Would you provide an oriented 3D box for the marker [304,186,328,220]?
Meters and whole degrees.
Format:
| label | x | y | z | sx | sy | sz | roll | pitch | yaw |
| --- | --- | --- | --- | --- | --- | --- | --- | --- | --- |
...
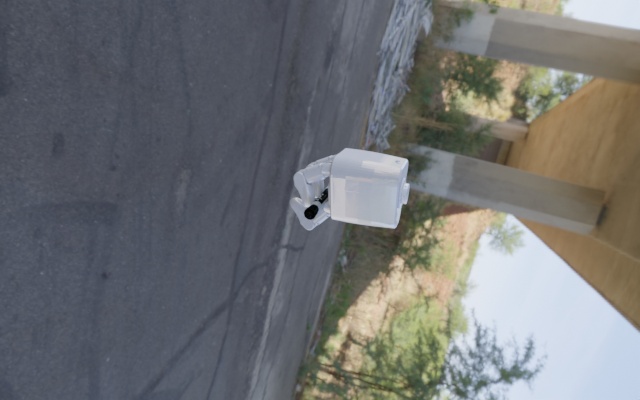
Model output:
| label | x | y | z | sx | sy | sz | roll | pitch | yaw |
| --- | --- | --- | --- | --- | --- | --- | --- | --- | --- |
| marker | 0.000 | 0.003 | 0.771 | 0.020 | 0.020 | 0.121 | 0 | 19 | 19 |
